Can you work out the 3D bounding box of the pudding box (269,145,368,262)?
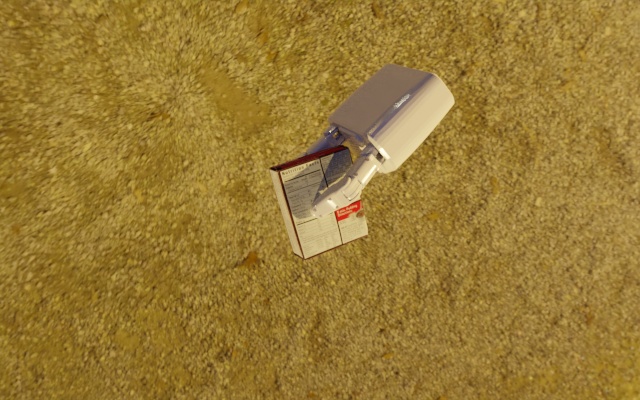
[{"bbox_3d":[0.000,0.002,0.550,0.090,0.113,0.039,-19,14,-17],"label":"pudding box"}]
